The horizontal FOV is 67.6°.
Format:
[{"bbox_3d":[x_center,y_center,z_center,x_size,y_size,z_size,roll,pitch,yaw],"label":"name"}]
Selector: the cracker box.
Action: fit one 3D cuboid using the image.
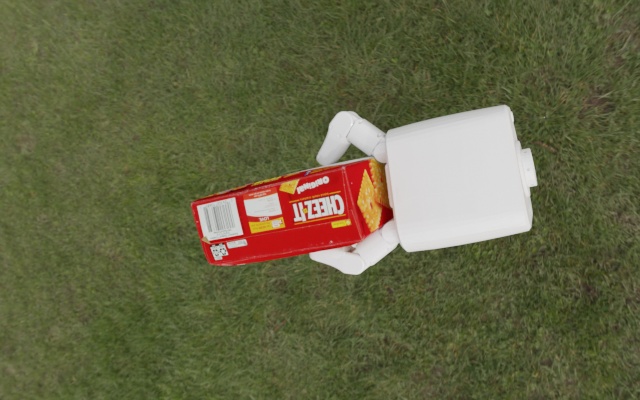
[{"bbox_3d":[0.000,0.002,0.504,0.164,0.072,0.213,-12,4,26],"label":"cracker box"}]
